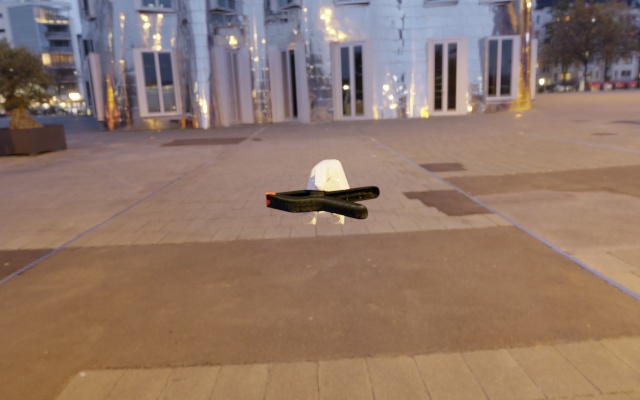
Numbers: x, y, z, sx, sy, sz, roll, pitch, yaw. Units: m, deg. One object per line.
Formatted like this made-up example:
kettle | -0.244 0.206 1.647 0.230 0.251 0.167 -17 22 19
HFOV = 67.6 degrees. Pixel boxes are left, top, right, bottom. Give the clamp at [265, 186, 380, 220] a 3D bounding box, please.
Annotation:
clamp | 0.000 0.002 0.854 0.210 0.036 0.164 -1 13 8
